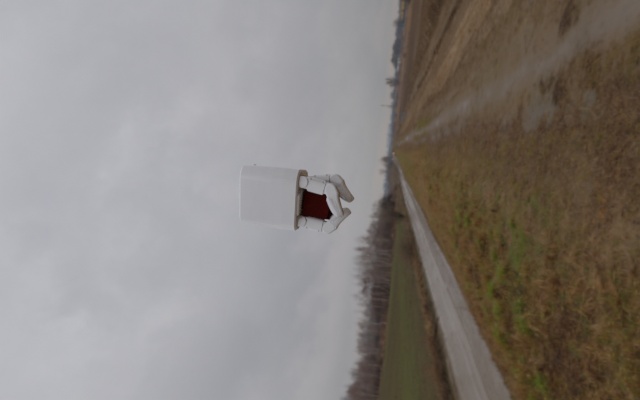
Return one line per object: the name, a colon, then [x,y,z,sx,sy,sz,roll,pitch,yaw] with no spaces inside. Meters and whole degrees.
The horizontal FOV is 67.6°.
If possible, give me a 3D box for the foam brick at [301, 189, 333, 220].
foam brick: [0.000,0.003,0.876,0.051,0.053,0.078,9,4,9]
